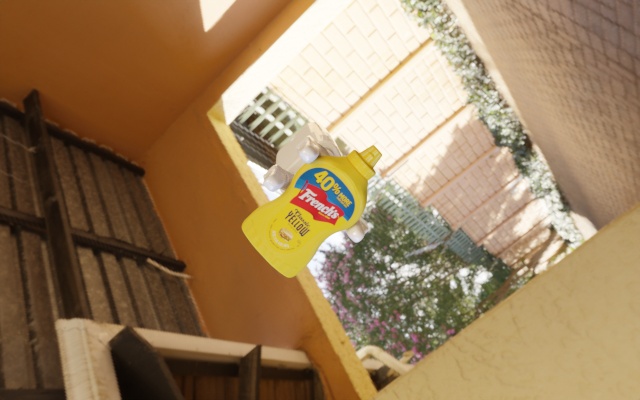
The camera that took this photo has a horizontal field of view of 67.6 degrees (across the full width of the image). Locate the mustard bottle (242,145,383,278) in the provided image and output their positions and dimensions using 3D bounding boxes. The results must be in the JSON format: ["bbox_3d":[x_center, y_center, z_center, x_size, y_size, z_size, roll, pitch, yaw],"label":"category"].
[{"bbox_3d":[0.000,0.002,0.593,0.191,0.096,0.058,-42,1,12],"label":"mustard bottle"}]
